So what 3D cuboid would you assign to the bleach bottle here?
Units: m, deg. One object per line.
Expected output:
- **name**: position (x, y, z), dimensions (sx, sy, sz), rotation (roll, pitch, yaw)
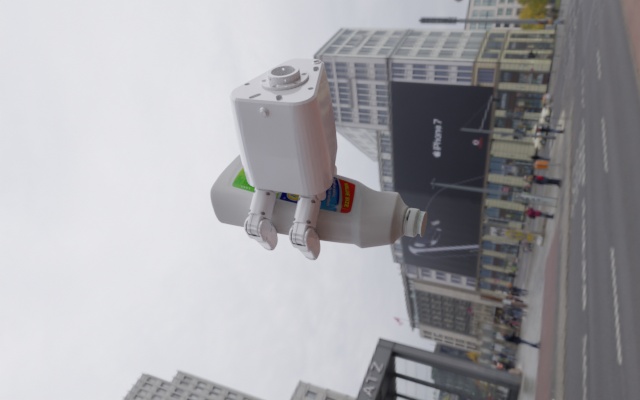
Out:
- **bleach bottle**: position (0.000, 0.002, 0.565), dimensions (0.251, 0.068, 0.102), rotation (9, 41, 22)
